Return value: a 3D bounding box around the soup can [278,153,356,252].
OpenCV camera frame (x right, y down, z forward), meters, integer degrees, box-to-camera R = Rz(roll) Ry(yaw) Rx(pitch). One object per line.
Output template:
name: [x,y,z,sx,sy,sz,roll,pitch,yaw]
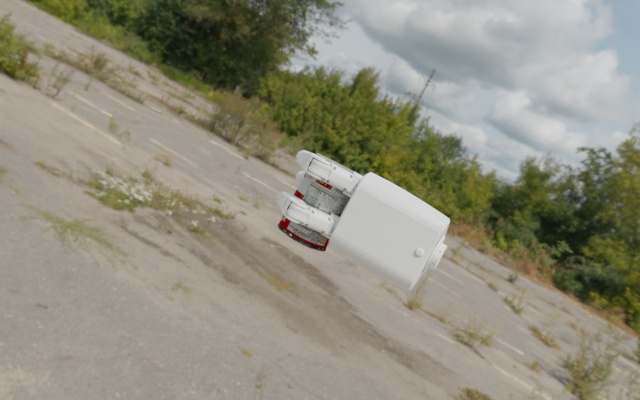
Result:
soup can: [0.000,0.001,0.586,0.068,0.102,0.068,27,8,-4]
